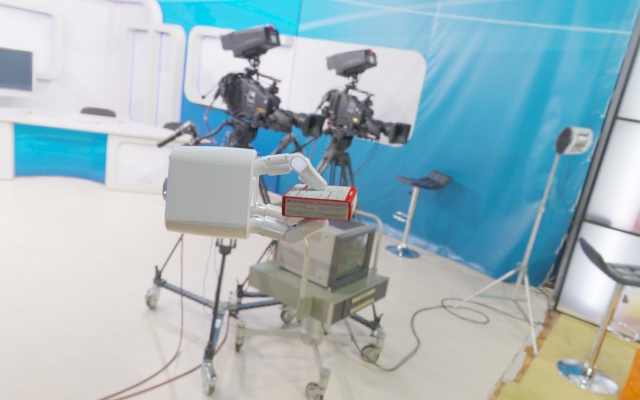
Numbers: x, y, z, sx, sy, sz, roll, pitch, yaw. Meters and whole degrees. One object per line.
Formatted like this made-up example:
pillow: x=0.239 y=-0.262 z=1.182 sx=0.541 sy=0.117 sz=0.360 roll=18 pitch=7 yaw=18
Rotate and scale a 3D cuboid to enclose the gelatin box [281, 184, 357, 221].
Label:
gelatin box: x=0.000 y=0.002 z=0.626 sx=0.089 sy=0.030 sz=0.073 roll=3 pitch=15 yaw=9
